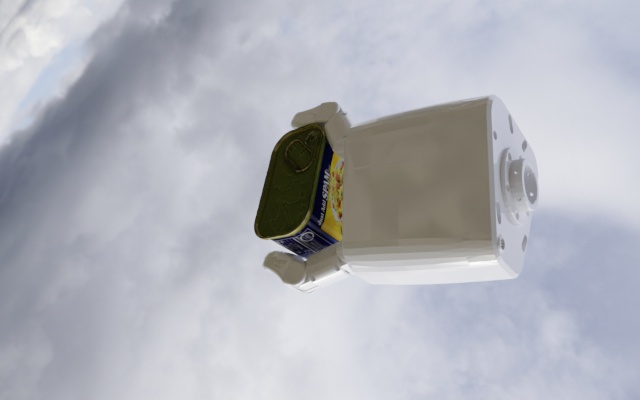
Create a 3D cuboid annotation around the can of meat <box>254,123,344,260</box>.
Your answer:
[{"bbox_3d":[0.000,0.002,0.403,0.057,0.102,0.084,-13,-35,38],"label":"can of meat"}]
